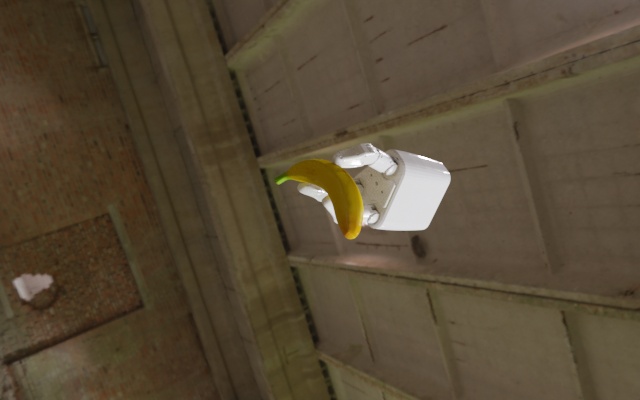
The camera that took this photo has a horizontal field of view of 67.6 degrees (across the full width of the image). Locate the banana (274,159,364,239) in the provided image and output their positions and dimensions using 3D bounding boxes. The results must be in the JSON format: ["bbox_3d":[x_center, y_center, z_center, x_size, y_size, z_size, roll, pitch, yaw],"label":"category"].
[{"bbox_3d":[0.009,-0.014,0.618,0.037,0.069,0.197,37,-1,-37],"label":"banana"}]
